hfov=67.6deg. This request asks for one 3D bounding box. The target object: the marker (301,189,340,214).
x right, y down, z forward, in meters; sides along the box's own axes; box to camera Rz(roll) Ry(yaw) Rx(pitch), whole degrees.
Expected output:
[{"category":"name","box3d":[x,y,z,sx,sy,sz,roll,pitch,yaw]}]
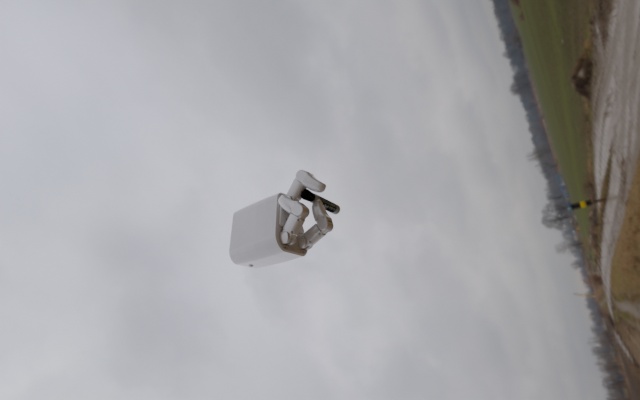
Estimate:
[{"category":"marker","box3d":[0.000,0.003,0.864,0.020,0.020,0.121,0,-14,30]}]
